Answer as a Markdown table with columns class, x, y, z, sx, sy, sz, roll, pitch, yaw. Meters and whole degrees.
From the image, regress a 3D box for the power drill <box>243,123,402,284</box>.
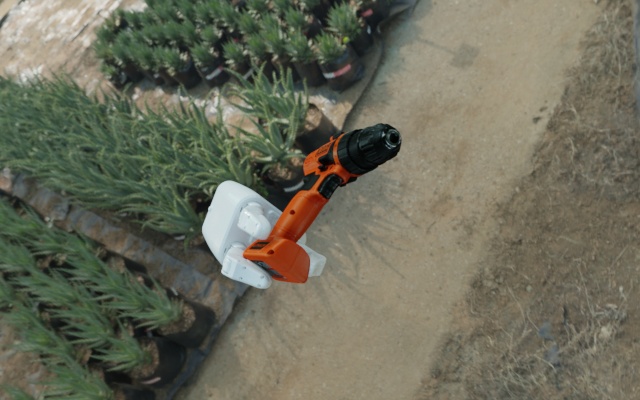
| class | x | y | z | sx | sy | sz | roll | pitch | yaw |
| --- | --- | --- | --- | --- | --- | --- | --- | --- | --- |
| power drill | 0.000 | 0.002 | 0.537 | 0.057 | 0.187 | 0.184 | 40 | -21 | -14 |
